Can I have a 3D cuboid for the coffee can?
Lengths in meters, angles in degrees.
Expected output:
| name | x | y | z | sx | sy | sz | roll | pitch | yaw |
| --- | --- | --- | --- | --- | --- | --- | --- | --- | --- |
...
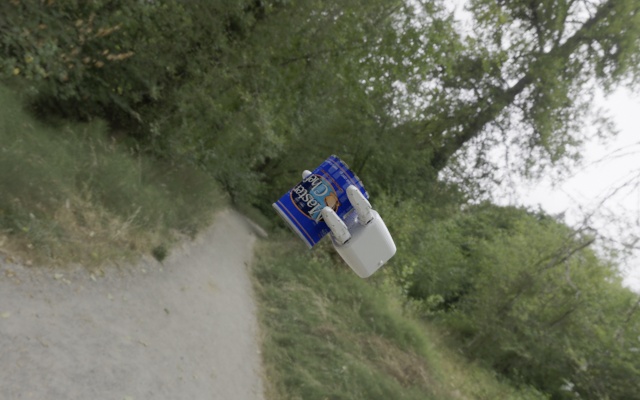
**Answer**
| name | x | y | z | sx | sy | sz | roll | pitch | yaw |
| --- | --- | --- | --- | --- | --- | --- | --- | --- | --- |
| coffee can | 0.000 | 0.003 | 0.842 | 0.140 | 0.103 | 0.103 | -40 | 5 | -6 |
